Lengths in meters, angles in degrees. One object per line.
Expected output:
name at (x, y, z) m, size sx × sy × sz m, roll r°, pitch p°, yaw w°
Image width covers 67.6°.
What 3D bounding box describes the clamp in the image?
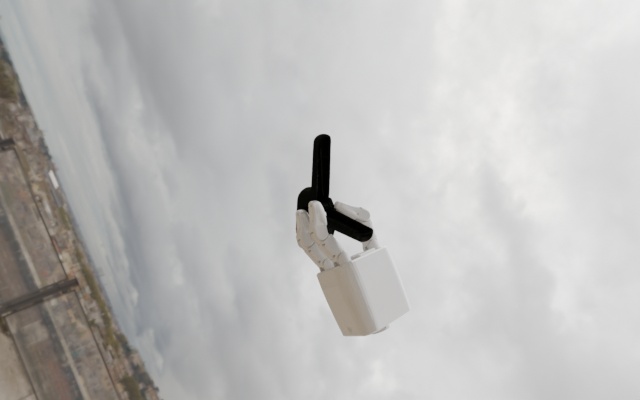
clamp at (0.001, 0.003, 0.738) m, size 0.036 × 0.164 × 0.210 m, roll -16°, pitch -8°, yaw -25°
